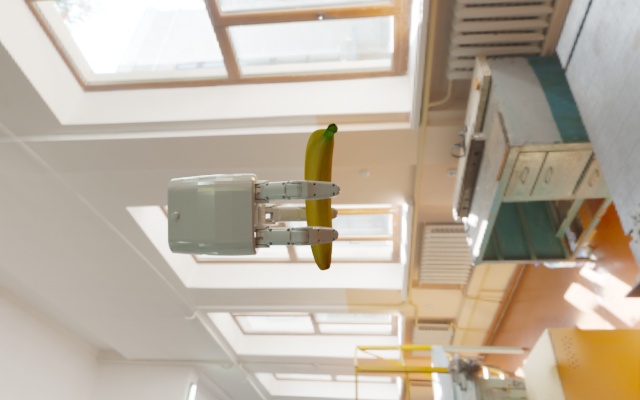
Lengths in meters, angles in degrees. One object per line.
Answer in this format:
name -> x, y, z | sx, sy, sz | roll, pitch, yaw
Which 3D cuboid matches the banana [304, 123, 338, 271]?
banana -> -0.002, -0.008, 0.616 | 0.037, 0.198, 0.069 | -2, 23, -5
